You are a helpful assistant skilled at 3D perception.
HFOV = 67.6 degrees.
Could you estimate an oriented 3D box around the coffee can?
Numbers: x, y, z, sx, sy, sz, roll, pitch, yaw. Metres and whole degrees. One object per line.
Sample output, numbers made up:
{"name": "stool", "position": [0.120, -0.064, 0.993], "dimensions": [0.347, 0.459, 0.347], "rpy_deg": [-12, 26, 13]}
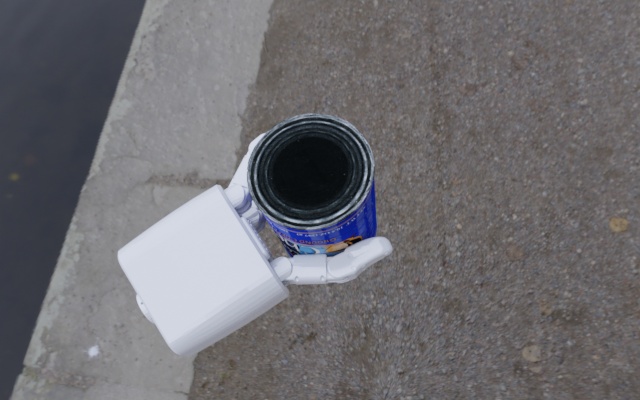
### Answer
{"name": "coffee can", "position": [0.000, 0.001, 0.439], "dimensions": [0.103, 0.102, 0.140], "rpy_deg": [0, -23, 8]}
